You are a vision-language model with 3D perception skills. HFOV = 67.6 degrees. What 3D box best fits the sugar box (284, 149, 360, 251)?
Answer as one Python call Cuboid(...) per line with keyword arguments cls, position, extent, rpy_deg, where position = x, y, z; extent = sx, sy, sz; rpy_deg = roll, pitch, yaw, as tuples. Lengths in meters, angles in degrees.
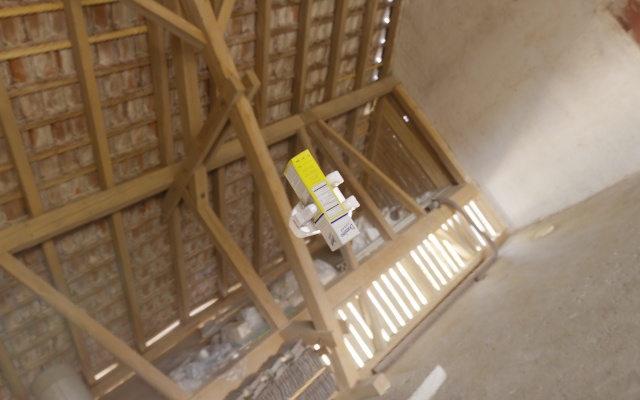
Cuboid(cls="sugar box", position=(0.001, 0.002, 0.866), extent=(0.048, 0.176, 0.093), rpy_deg=(-33, -5, -16))
